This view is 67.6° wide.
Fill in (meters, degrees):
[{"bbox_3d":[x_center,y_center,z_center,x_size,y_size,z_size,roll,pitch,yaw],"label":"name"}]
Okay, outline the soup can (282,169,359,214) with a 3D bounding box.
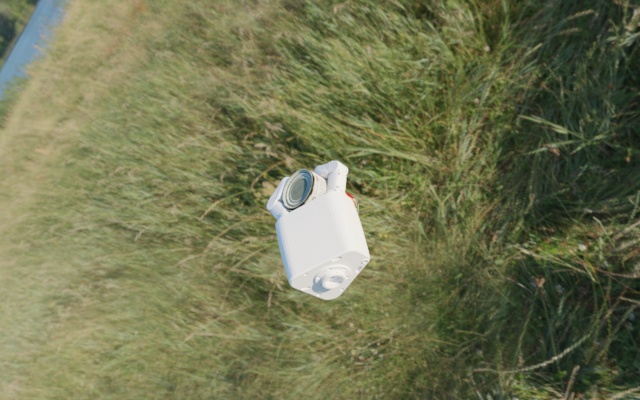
[{"bbox_3d":[0.000,0.002,0.731,0.102,0.068,0.068,29,-19,-38],"label":"soup can"}]
